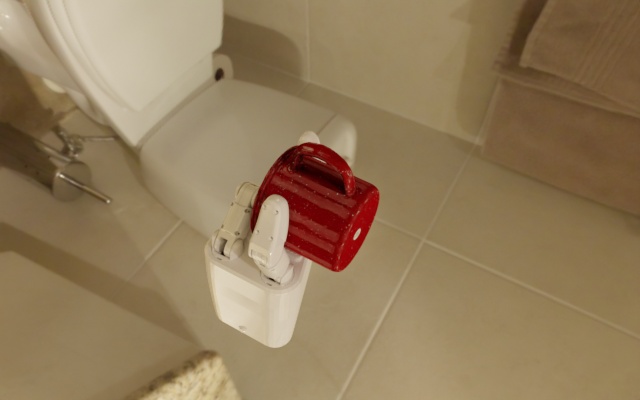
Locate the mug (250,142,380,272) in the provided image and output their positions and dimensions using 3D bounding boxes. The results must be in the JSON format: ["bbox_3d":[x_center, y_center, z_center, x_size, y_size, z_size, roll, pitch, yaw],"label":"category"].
[{"bbox_3d":[0.000,0.000,0.406,0.081,0.117,0.093,25,47,17],"label":"mug"}]
